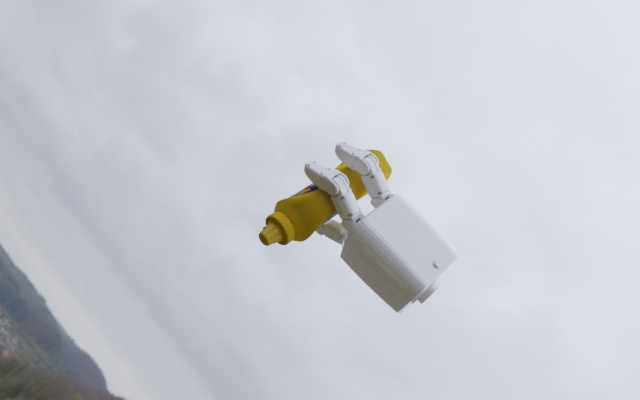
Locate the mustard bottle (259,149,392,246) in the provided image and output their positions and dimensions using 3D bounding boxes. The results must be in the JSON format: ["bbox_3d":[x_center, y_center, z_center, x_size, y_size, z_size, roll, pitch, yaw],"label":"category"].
[{"bbox_3d":[0.000,0.002,0.606,0.191,0.058,0.096,-34,7,-33],"label":"mustard bottle"}]
